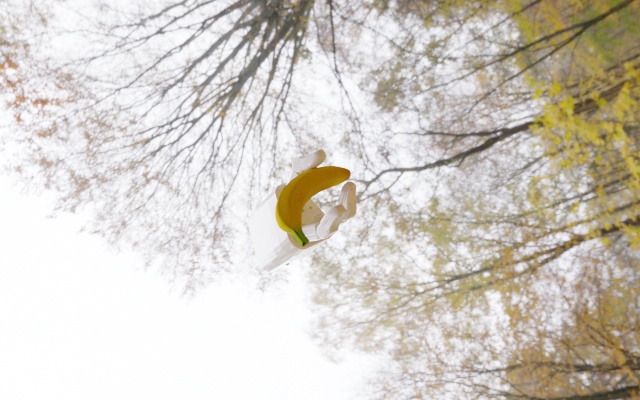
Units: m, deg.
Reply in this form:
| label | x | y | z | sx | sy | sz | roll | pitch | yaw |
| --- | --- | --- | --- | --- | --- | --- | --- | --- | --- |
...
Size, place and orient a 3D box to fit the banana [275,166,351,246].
| label | x | y | z | sx | sy | sz | roll | pitch | yaw |
| --- | --- | --- | --- | --- | --- | --- | --- | --- | --- |
| banana | -0.016 | -0.007 | 0.679 | 0.037 | 0.069 | 0.197 | -51 | 3 | 39 |
